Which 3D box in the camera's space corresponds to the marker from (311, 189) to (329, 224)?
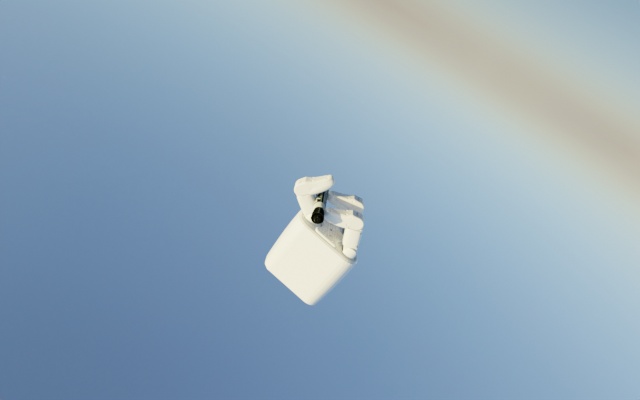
[{"bbox_3d":[0.000,0.002,0.712,0.020,0.020,0.121,0,25,5],"label":"marker"}]
